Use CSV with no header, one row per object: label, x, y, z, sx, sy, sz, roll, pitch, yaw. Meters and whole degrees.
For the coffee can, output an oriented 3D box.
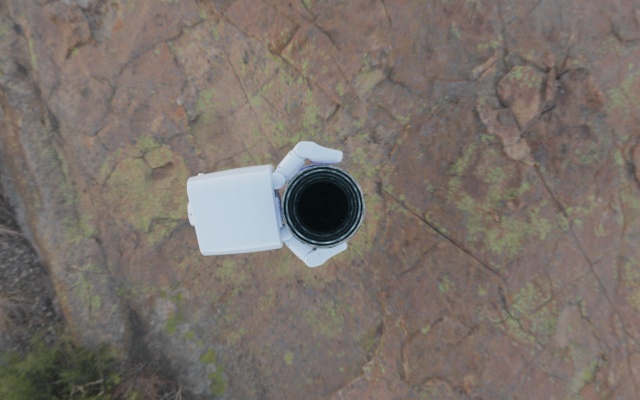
coffee can,0.000,0.002,0.644,0.103,0.103,0.140,0,5,-3
